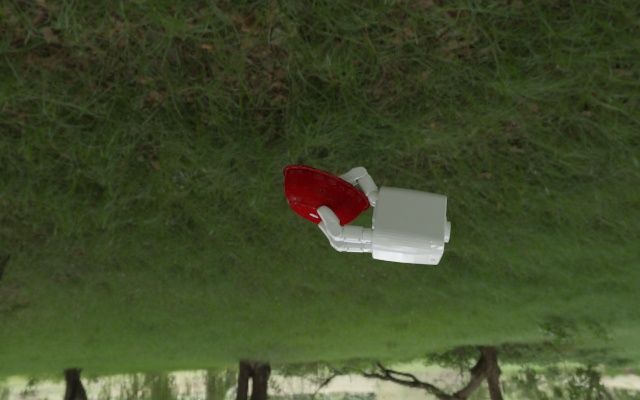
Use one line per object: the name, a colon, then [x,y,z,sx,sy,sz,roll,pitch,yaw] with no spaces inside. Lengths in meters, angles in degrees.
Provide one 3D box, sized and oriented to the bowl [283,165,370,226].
bowl: [-0.001,0.003,0.811,0.162,0.055,0.162,22,-16,7]
